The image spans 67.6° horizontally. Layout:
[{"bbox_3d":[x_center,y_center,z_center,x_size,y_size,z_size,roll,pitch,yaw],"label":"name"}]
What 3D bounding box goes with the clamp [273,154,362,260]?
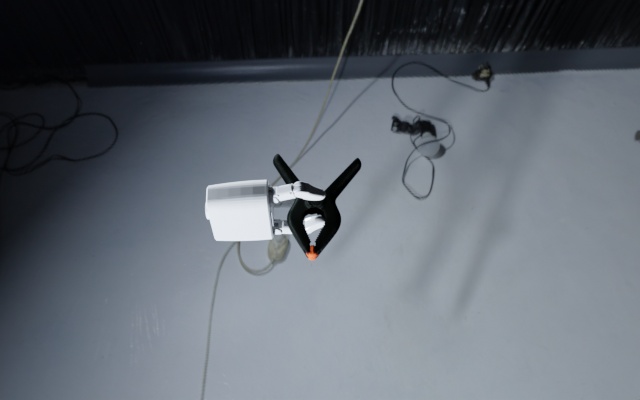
[{"bbox_3d":[0.000,0.003,0.852,0.164,0.209,0.036,-4,-28,-2],"label":"clamp"}]
